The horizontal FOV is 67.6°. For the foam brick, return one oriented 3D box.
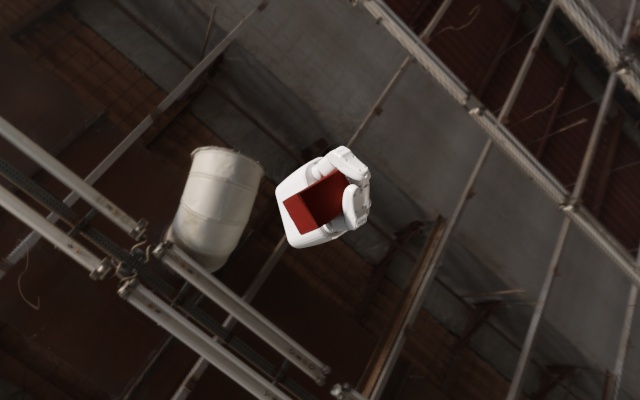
[{"bbox_3d":[0.000,0.002,0.621,0.078,0.053,0.051,-31,3,-33],"label":"foam brick"}]
